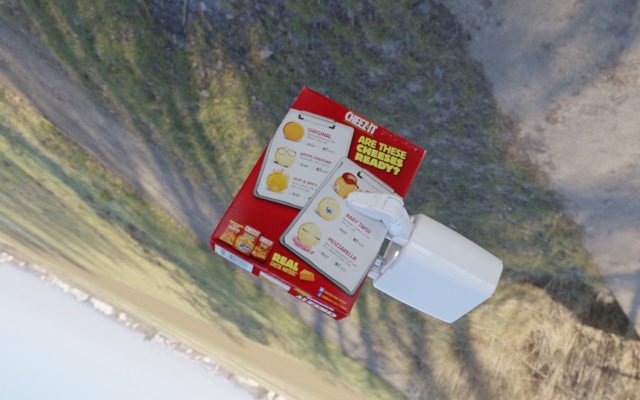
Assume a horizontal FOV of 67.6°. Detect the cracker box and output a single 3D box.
[{"bbox_3d":[0.000,0.002,0.544,0.164,0.213,0.072,28,-21,0],"label":"cracker box"}]
